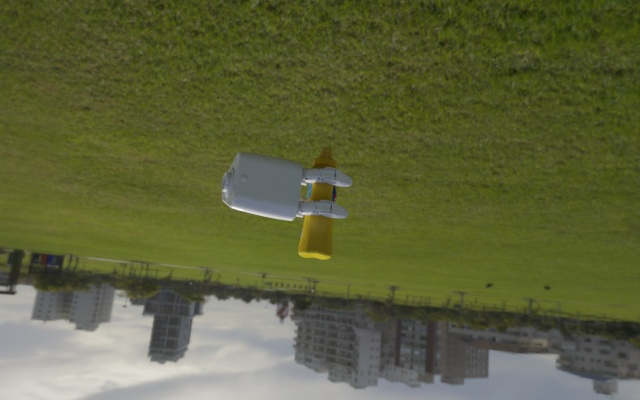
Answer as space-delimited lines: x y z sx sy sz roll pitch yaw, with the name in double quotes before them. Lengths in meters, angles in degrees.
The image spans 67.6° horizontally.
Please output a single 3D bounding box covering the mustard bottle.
"mustard bottle" 0.000 0.003 0.827 0.058 0.191 0.096 6 -12 1
